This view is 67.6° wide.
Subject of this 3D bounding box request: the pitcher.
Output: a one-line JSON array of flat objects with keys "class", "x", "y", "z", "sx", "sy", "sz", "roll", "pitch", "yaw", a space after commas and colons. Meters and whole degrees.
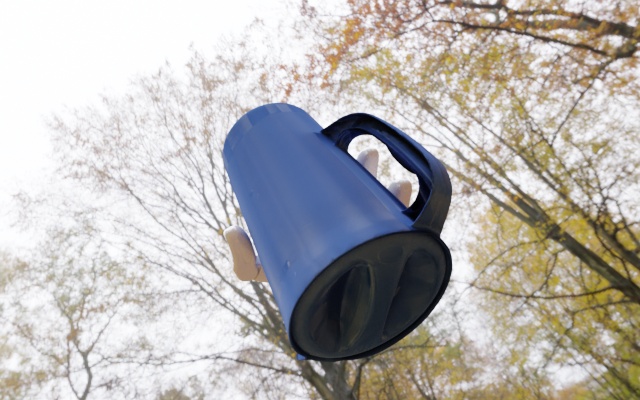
[{"class": "pitcher", "x": 0.000, "y": 0.002, "z": 0.422, "sx": 0.149, "sy": 0.145, "sz": 0.242, "roll": -23, "pitch": 43, "yaw": -11}]
